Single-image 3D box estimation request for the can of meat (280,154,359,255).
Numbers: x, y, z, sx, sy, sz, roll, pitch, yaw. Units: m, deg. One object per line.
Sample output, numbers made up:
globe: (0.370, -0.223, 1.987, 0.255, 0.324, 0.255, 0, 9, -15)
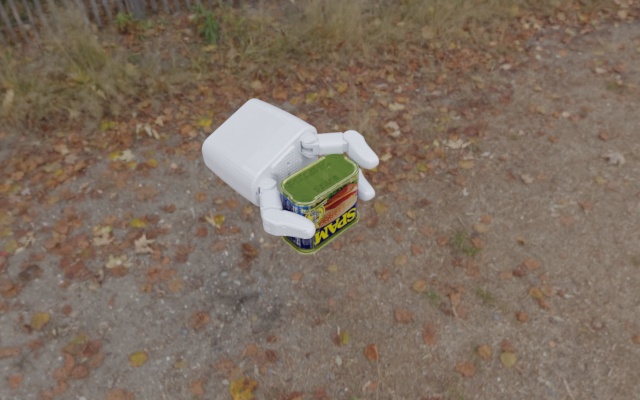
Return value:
can of meat: (0.000, 0.002, 0.571, 0.102, 0.084, 0.057, -33, 52, -28)
